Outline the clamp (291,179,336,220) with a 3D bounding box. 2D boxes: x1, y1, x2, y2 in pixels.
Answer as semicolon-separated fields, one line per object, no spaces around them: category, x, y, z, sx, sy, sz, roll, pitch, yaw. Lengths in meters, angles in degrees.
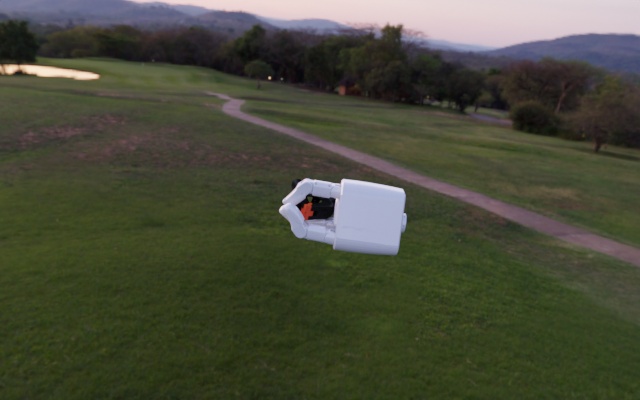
clamp;0.000;0.002;0.865;0.120;0.039;0.171;9;18;-1
